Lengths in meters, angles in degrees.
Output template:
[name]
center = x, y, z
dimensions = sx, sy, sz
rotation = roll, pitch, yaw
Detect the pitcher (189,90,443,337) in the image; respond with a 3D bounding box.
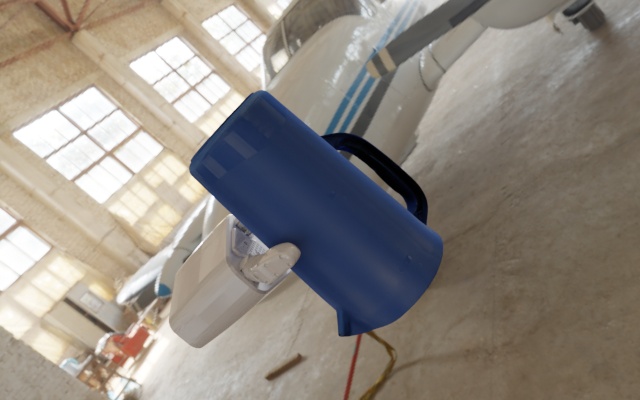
[pitcher]
center = 0.000, 0.002, 0.482
dimensions = 0.145, 0.243, 0.149
rotation = -44, 13, 18
